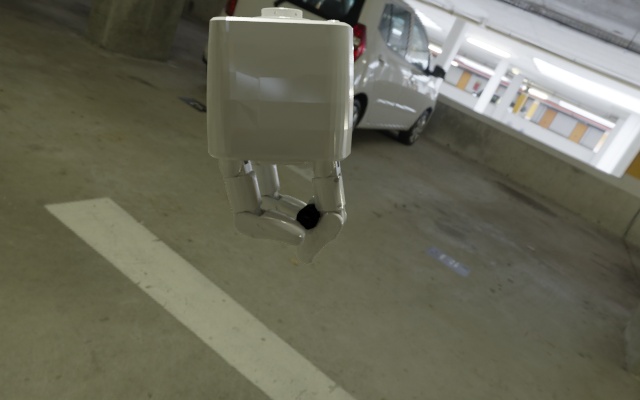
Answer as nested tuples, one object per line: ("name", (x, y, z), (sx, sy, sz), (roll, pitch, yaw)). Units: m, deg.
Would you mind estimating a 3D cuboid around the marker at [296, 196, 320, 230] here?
("marker", (0.000, 0.002, 0.450), (0.020, 0.020, 0.121), (0, 15, 13))
